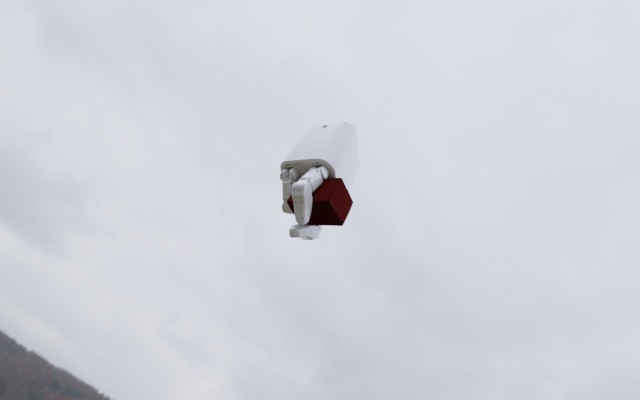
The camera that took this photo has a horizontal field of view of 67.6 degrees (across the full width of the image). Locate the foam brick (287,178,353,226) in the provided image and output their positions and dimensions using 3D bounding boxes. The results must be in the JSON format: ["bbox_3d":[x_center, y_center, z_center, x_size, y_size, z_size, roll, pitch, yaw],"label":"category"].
[{"bbox_3d":[0.000,0.002,0.712,0.078,0.053,0.051,-1,42,34],"label":"foam brick"}]
